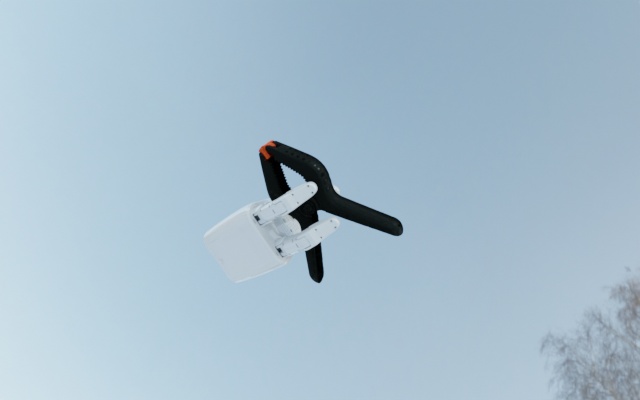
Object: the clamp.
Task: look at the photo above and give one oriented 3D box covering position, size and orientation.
[{"bbox_3d":[0.000,0.001,0.643,0.164,0.210,0.036,-28,11,30],"label":"clamp"}]
